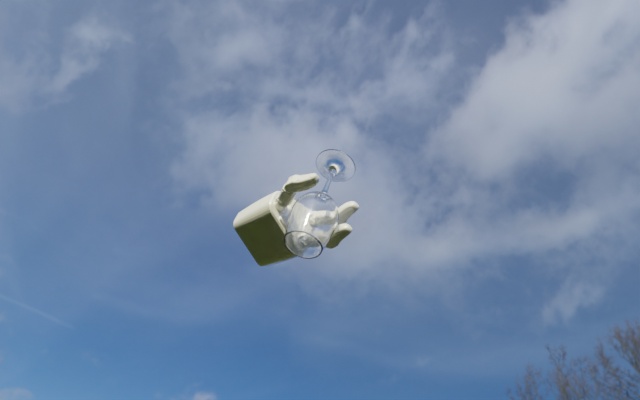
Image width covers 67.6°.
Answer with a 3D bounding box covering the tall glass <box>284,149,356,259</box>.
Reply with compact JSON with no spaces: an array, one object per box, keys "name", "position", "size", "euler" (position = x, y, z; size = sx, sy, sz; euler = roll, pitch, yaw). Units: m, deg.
[{"name":"tall glass","position":[0.000,0.002,0.794],"size":[0.079,0.079,0.201],"euler":[0,41,21]}]
